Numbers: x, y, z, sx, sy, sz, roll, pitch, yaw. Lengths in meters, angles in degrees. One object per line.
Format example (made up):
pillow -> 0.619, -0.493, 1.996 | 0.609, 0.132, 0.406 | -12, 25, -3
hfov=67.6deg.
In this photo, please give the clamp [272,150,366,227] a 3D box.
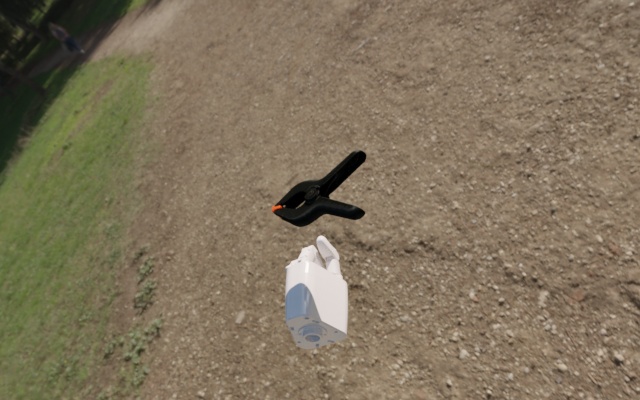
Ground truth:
clamp -> 0.000, 0.002, 0.718 | 0.171, 0.120, 0.039 | -29, -53, 26
